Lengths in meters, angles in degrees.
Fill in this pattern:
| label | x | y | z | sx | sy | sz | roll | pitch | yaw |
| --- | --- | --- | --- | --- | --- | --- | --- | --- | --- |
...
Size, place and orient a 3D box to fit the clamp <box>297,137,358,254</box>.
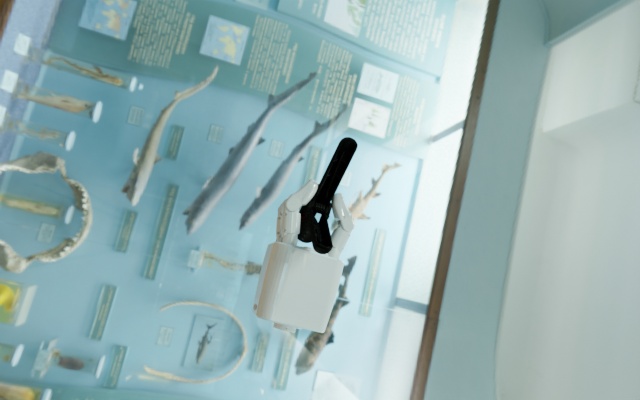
| label | x | y | z | sx | sy | sz | roll | pitch | yaw |
| --- | --- | --- | --- | --- | --- | --- | --- | --- | --- |
| clamp | 0.001 | 0.003 | 0.709 | 0.036 | 0.164 | 0.210 | 19 | -12 | -11 |
